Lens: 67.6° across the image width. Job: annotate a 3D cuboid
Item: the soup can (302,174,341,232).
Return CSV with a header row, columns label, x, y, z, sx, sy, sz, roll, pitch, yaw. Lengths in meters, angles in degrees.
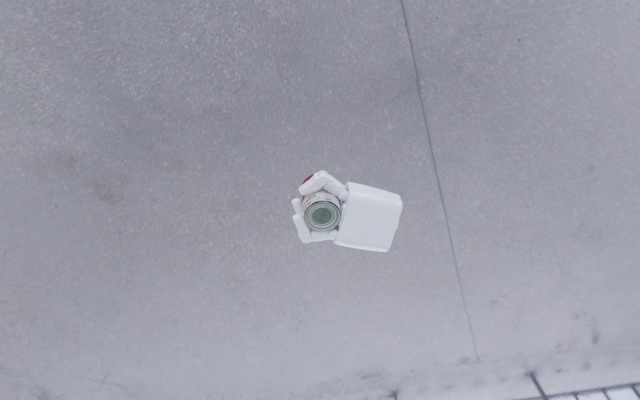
label,x,y,z,sx,sy,sz,roll,pitch,yaw
soup can,0.000,0.003,0.890,0.068,0.068,0.102,0,32,-5
